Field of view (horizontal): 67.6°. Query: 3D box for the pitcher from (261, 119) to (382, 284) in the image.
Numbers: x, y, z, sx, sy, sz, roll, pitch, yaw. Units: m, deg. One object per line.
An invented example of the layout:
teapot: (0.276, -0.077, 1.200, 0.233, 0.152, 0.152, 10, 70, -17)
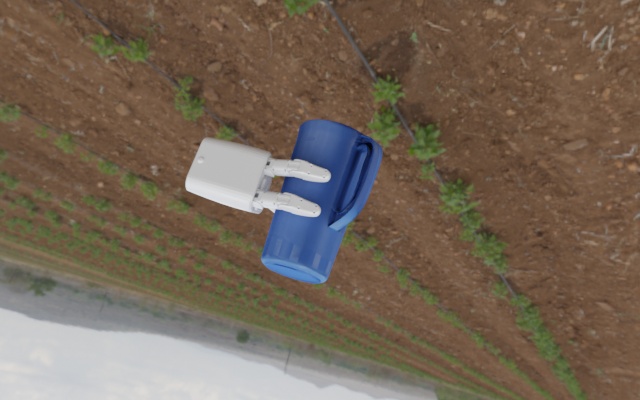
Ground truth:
pitcher: (0.000, 0.002, 0.758, 0.145, 0.242, 0.149, 17, -18, 4)
